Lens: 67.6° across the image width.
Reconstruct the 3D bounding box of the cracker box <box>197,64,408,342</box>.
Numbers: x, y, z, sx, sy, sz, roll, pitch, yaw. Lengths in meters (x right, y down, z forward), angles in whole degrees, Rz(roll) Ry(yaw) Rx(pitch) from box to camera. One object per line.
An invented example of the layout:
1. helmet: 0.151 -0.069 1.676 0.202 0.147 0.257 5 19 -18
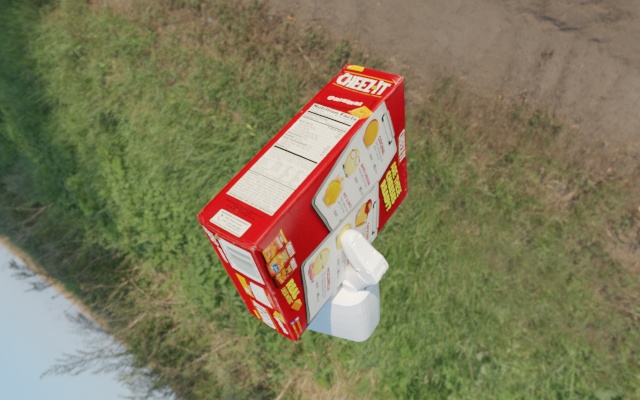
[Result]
1. cracker box: 0.000 0.002 0.451 0.072 0.213 0.164 25 -30 28
